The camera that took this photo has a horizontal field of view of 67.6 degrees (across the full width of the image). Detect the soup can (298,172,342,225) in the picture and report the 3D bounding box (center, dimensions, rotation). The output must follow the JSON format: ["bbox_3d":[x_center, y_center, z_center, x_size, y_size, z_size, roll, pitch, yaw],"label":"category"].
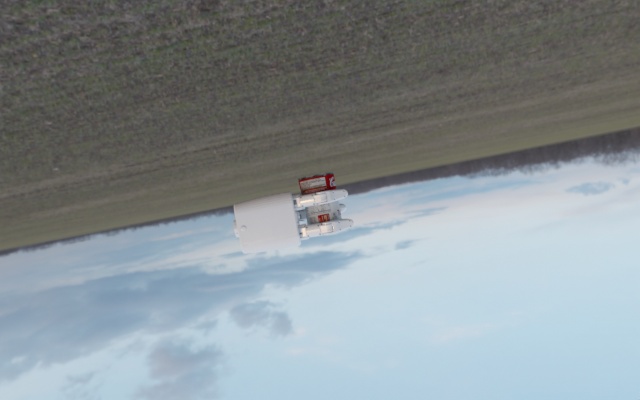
[{"bbox_3d":[0.001,0.003,0.889,0.068,0.102,0.068,-11,1,0],"label":"soup can"}]
